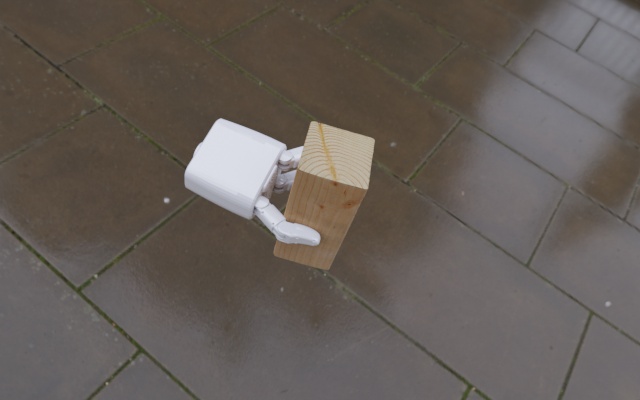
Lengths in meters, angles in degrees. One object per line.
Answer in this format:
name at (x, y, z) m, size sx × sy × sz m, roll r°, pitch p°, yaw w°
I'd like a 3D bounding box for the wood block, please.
wood block at (0.000, 0.002, 0.674) m, size 0.090 × 0.090 × 0.206 m, roll 16°, pitch -38°, yaw -3°
